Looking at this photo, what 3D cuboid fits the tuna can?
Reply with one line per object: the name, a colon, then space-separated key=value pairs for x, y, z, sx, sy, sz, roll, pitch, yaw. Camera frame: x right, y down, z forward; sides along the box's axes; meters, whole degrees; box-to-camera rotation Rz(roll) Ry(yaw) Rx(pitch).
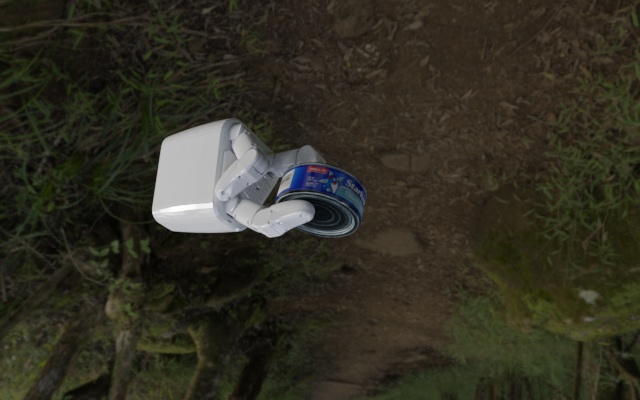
tuna can: x=0.000 y=0.002 z=0.464 sx=0.086 sy=0.033 sz=0.086 roll=11 pitch=-31 yaw=6
